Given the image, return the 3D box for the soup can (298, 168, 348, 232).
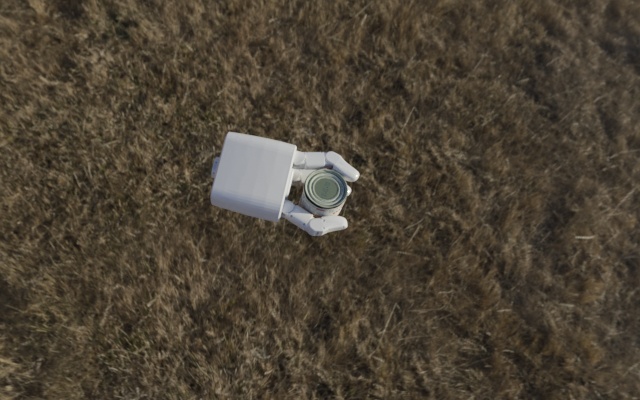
[{"bbox_3d":[0.001,0.003,0.742,0.068,0.068,0.102,0,-25,-11],"label":"soup can"}]
